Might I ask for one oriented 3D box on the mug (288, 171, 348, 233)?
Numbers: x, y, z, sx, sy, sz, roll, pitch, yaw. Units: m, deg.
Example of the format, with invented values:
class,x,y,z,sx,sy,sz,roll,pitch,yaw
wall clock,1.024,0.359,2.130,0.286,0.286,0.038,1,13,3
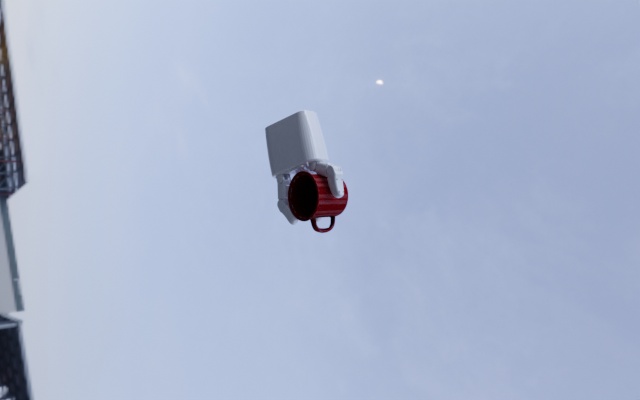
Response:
class,x,y,z,sx,sy,sz,roll,pitch,yaw
mug,0.001,0.004,0.898,0.081,0.117,0.093,-1,-15,-40
